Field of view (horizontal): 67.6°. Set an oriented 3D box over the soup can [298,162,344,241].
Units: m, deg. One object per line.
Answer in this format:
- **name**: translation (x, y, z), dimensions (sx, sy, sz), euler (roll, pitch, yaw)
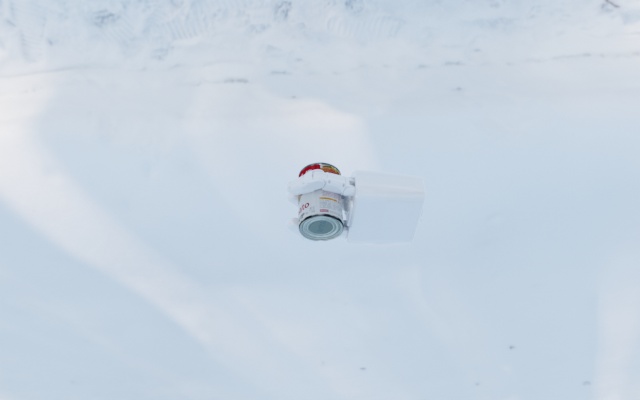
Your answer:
- **soup can**: translation (0.000, 0.003, 0.723), dimensions (0.068, 0.102, 0.069), euler (-1, -38, -1)
